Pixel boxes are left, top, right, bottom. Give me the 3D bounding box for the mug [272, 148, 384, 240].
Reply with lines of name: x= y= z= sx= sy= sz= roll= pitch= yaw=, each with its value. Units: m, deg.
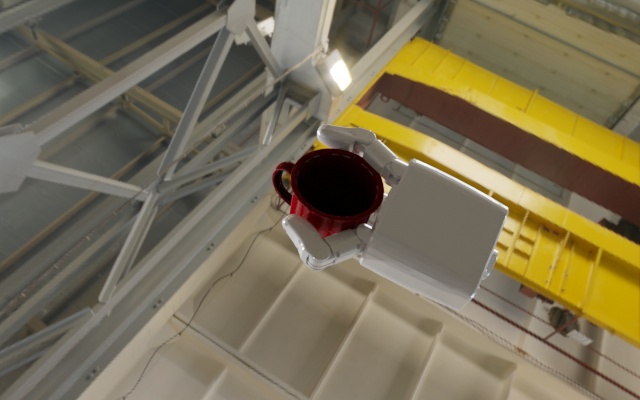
mug: x=-0.001 y=0.001 z=0.496 sx=0.117 sy=0.093 sz=0.082 roll=27 pitch=-39 yaw=10
